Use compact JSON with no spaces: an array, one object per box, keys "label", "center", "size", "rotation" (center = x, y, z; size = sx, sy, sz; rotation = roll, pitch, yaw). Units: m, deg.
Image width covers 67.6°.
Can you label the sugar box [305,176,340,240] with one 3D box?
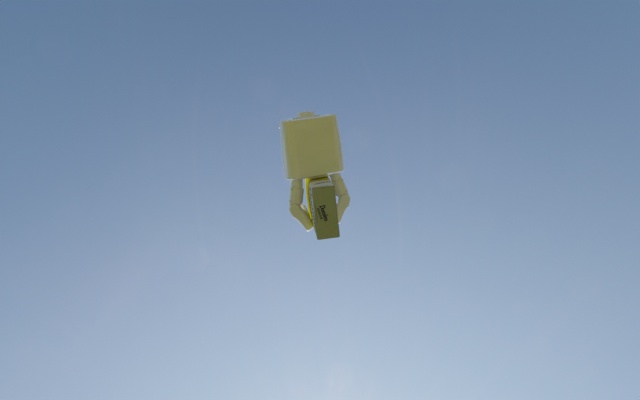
[{"label":"sugar box","center":[0.000,0.003,0.876],"size":[0.048,0.093,0.176],"rotation":[-7,12,-2]}]
